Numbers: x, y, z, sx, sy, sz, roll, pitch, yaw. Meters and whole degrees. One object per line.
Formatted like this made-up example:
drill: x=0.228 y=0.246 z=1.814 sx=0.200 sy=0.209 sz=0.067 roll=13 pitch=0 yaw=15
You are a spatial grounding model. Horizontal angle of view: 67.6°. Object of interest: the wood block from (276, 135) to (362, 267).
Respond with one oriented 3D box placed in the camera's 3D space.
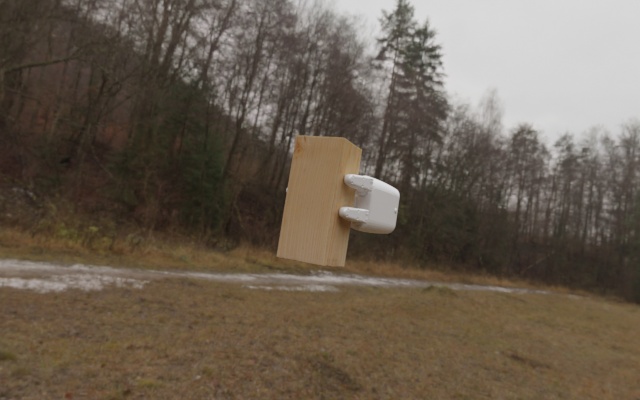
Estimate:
wood block: x=0.000 y=0.003 z=0.809 sx=0.091 sy=0.206 sz=0.090 roll=7 pitch=-5 yaw=27
